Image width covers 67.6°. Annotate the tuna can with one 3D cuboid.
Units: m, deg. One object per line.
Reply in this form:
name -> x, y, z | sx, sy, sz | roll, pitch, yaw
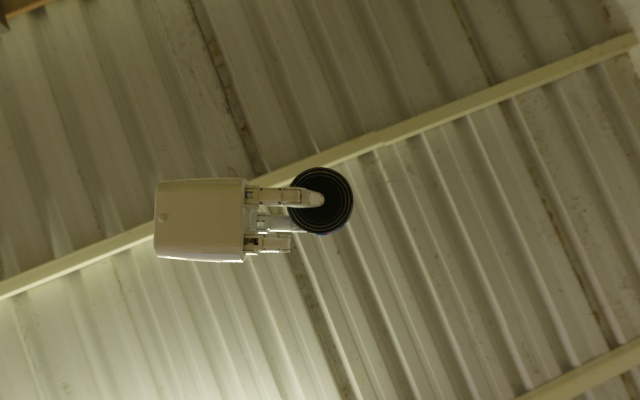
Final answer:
tuna can -> 0.000, 0.002, 0.616 | 0.086, 0.086, 0.034 | 0, -8, 5
